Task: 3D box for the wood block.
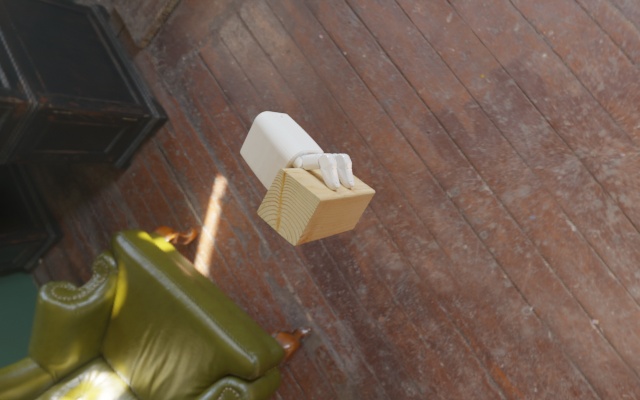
[{"bbox_3d":[0.000,0.003,0.824,0.090,0.091,0.206,38,22,22],"label":"wood block"}]
